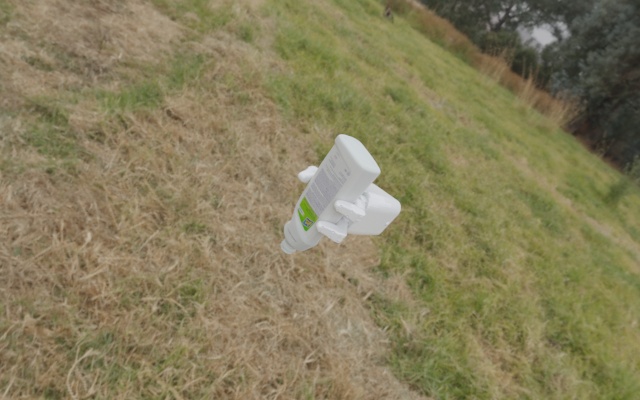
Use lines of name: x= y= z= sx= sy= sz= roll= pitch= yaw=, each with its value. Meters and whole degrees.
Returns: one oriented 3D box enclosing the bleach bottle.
bleach bottle: x=0.000 y=0.003 z=0.895 sx=0.068 sy=0.102 sz=0.251 roll=10 pitch=-51 yaw=-44
